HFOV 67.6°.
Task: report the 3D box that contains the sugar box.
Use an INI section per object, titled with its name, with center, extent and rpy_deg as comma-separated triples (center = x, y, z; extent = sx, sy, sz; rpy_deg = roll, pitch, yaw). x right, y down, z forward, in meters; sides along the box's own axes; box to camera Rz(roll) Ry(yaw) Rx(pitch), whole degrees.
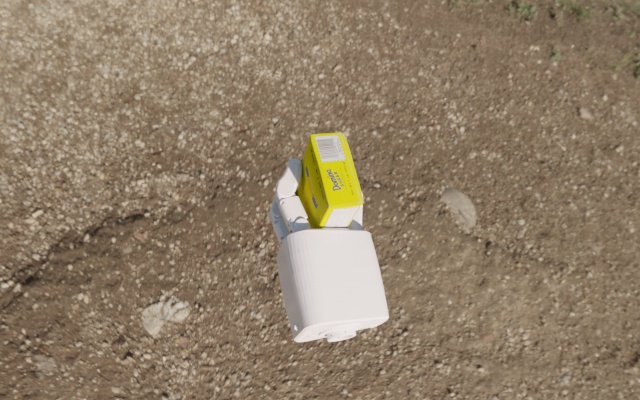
[sugar box]
center = 0.000, 0.002, 0.588
extent = 0.048, 0.093, 0.176
rpy_deg = -6, -25, -17
